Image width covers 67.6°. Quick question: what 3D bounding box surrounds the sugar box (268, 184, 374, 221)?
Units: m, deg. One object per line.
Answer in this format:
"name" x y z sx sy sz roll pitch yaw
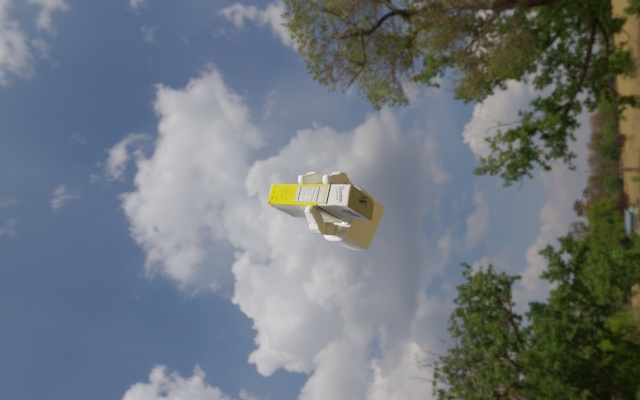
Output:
"sugar box" 0.000 0.002 0.875 0.176 0.048 0.093 -1 -19 33
